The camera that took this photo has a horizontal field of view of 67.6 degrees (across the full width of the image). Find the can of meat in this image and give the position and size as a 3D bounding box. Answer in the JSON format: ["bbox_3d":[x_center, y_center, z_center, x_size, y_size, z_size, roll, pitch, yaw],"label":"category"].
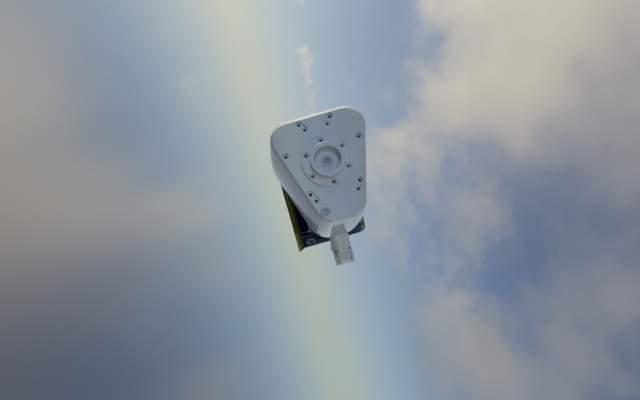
[{"bbox_3d":[0.000,0.002,0.586,0.084,0.102,0.057,-16,-11,-4],"label":"can of meat"}]
